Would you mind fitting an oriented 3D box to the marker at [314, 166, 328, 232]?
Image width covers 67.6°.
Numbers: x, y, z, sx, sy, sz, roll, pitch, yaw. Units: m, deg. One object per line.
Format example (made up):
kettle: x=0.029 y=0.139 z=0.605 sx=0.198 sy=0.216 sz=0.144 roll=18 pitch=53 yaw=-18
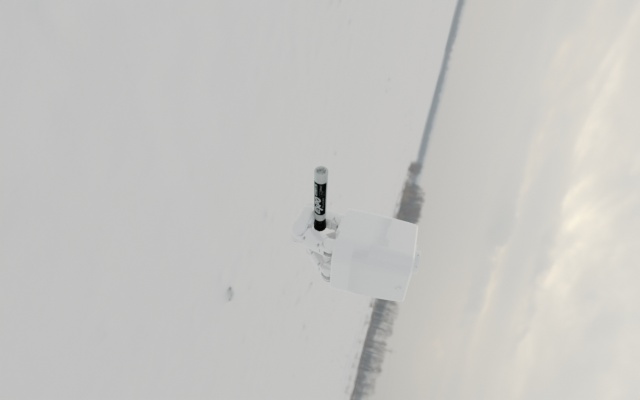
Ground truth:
marker: x=0.000 y=0.002 z=0.659 sx=0.020 sy=0.020 sz=0.121 roll=0 pitch=-42 yaw=-1
